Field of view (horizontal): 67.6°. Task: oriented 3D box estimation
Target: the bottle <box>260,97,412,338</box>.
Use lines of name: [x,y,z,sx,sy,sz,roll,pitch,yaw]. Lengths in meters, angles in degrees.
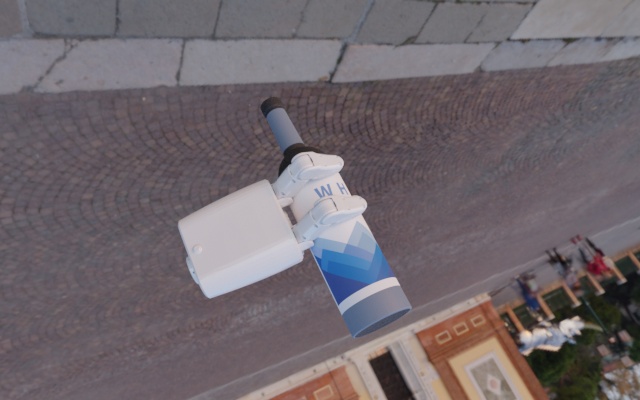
bottle: [0.000,0.002,0.533,0.069,0.295,0.069,-23,-23,-10]
